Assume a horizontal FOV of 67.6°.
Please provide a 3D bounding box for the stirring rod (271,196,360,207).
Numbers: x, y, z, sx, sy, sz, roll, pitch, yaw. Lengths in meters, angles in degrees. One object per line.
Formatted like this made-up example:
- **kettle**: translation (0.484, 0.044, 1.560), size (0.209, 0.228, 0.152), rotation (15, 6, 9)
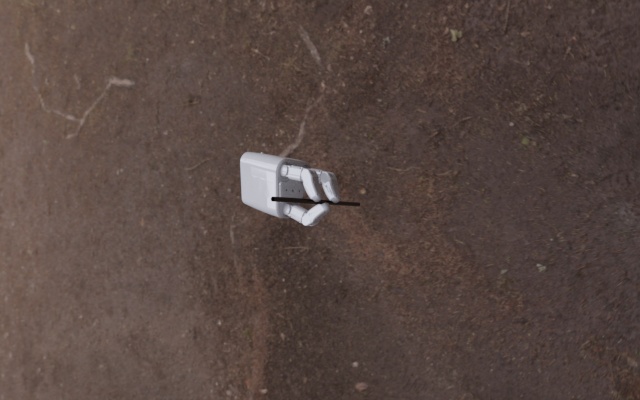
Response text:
- **stirring rod**: translation (0.000, 0.003, 0.830), size (0.011, 0.011, 0.239), rotation (0, -2, 38)
